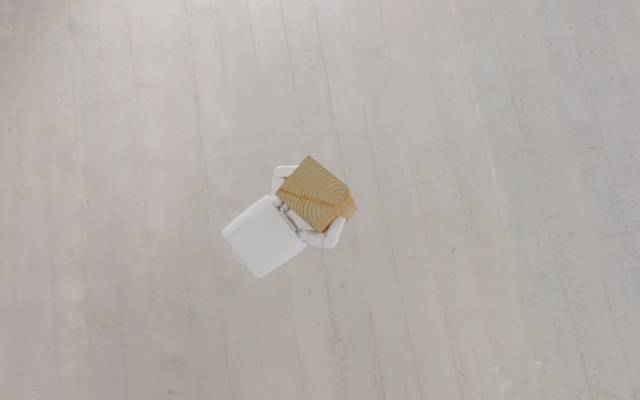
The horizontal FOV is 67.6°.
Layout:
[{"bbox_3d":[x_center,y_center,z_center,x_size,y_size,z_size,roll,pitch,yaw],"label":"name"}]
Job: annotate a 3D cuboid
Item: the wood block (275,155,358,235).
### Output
[{"bbox_3d":[0.000,0.003,0.877,0.091,0.090,0.206,41,-2,13],"label":"wood block"}]
